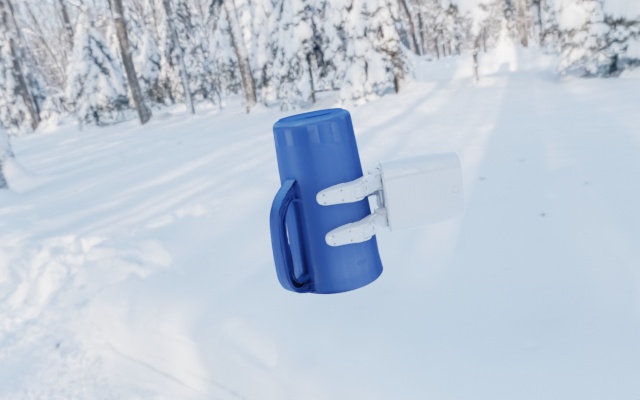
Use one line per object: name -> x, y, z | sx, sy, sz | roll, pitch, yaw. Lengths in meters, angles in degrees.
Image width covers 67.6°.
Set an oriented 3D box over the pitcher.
pitcher -> 0.000, 0.002, 0.665 | 0.145, 0.243, 0.149 | -10, 15, 1
